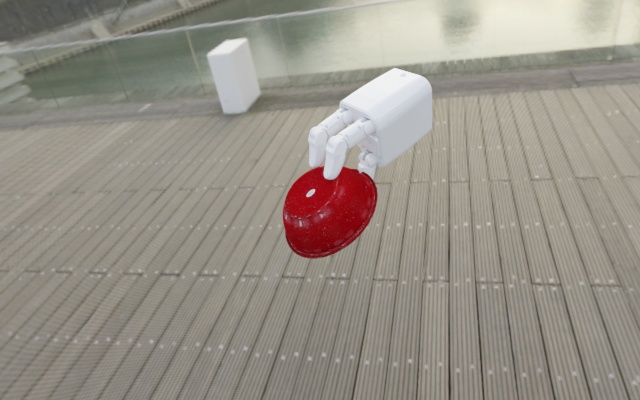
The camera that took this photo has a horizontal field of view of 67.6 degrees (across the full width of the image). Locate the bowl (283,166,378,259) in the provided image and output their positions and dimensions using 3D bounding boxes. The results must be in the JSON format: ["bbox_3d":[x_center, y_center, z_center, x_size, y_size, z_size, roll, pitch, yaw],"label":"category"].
[{"bbox_3d":[-0.001,0.003,0.699,0.162,0.162,0.055,0,-35,40],"label":"bowl"}]
